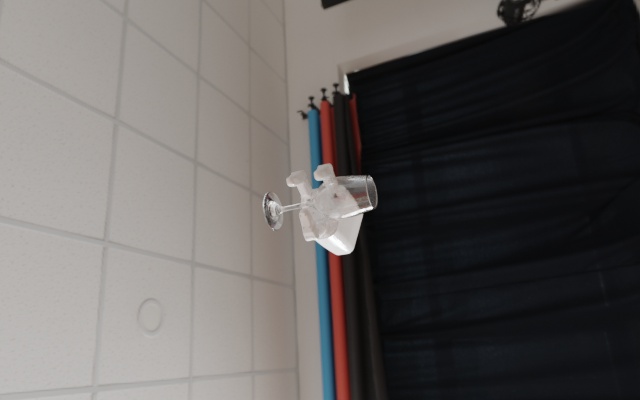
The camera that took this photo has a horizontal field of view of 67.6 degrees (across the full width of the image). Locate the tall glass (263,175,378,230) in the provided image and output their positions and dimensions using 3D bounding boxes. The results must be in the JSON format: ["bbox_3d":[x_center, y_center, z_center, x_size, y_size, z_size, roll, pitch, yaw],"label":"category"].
[{"bbox_3d":[-0.001,0.003,0.872,0.201,0.079,0.079,-11,-4,22],"label":"tall glass"}]
